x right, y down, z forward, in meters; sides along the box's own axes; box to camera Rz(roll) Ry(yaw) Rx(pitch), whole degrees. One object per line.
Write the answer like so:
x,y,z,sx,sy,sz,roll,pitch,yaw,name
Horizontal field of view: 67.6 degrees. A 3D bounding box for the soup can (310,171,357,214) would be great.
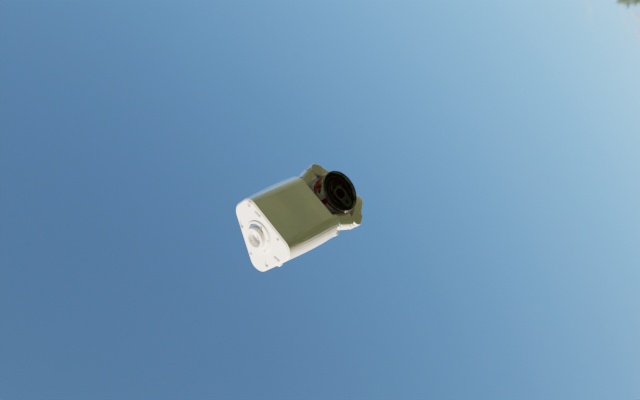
0.000,0.002,0.778,0.068,0.068,0.102,0,-21,-41,soup can
